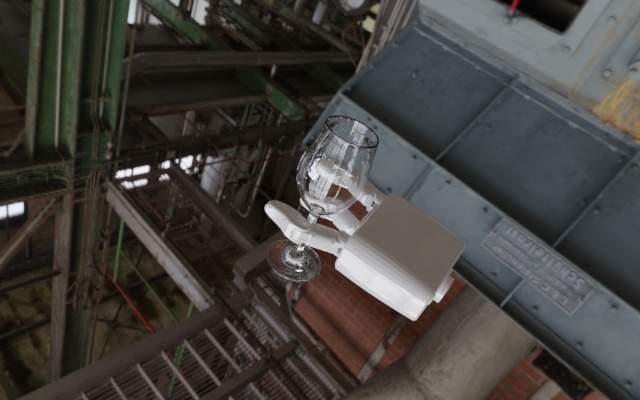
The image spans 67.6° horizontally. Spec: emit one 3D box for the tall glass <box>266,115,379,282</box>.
[{"bbox_3d":[0.000,0.002,0.560,0.079,0.201,0.079,16,34,-11],"label":"tall glass"}]
